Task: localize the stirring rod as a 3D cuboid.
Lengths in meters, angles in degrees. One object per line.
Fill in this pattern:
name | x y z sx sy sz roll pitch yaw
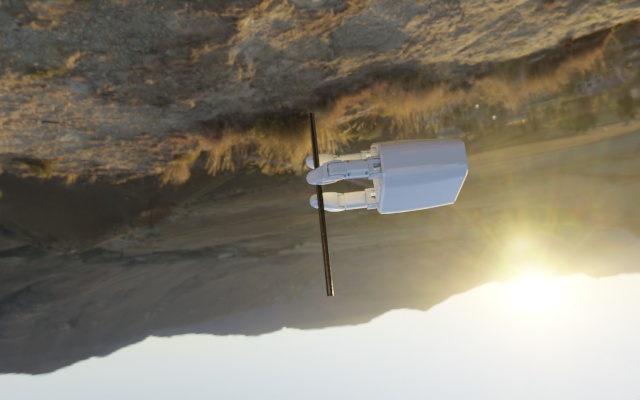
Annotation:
stirring rod | 0.000 0.002 0.619 0.011 0.239 0.011 -6 -9 -1
